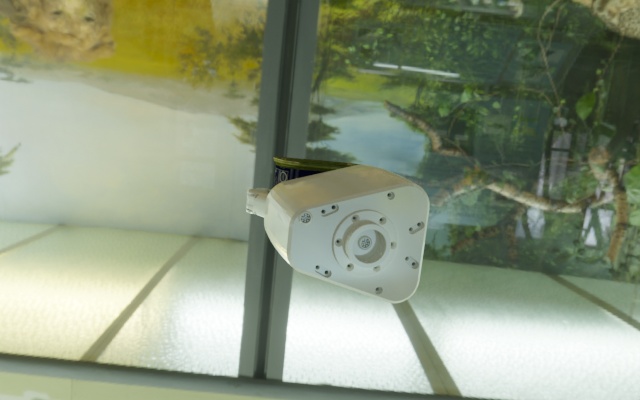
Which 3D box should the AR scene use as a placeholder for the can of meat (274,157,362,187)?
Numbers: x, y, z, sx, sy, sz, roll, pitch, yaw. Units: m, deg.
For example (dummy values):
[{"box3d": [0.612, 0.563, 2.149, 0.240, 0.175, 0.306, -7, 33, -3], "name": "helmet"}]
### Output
[{"box3d": [0.000, 0.002, 0.493, 0.102, 0.084, 0.057, 3, 8, -17], "name": "can of meat"}]
